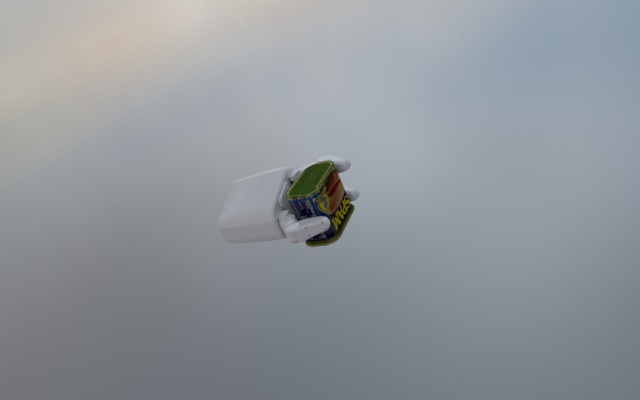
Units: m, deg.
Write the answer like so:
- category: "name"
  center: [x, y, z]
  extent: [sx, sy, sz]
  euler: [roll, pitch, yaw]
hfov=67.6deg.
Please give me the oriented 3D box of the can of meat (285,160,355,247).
- category: "can of meat"
  center: [0.000, 0.002, 0.689]
  extent: [0.057, 0.084, 0.102]
  euler: [-9, 29, 29]
